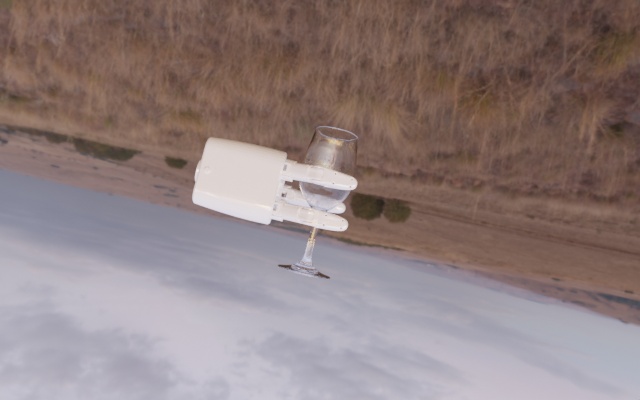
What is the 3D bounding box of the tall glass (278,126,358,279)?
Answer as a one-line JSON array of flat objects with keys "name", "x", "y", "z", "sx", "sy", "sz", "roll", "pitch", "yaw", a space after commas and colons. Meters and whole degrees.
[{"name": "tall glass", "x": 0.000, "y": 0.003, "z": 0.661, "sx": 0.079, "sy": 0.201, "sz": 0.079, "roll": 14, "pitch": -4, "yaw": 1}]
